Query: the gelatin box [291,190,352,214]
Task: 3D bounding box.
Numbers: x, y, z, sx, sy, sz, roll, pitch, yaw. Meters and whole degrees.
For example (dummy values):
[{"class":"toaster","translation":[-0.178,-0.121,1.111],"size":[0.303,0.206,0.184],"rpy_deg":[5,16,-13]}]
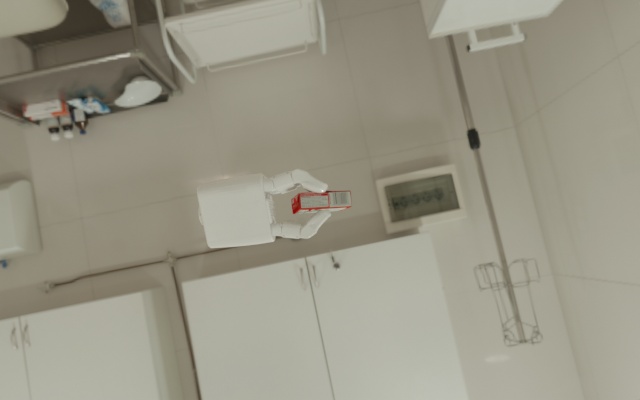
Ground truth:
[{"class":"gelatin box","translation":[0.000,0.003,0.793],"size":[0.089,0.030,0.073],"rpy_deg":[-3,-6,-11]}]
